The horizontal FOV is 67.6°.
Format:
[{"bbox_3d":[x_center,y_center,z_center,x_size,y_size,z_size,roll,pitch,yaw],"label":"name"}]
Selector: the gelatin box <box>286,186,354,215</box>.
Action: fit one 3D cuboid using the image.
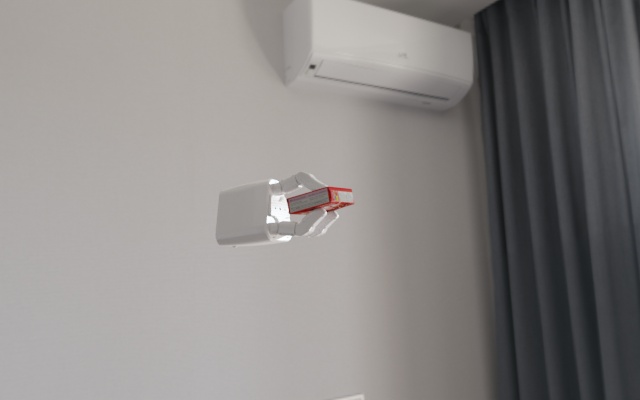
[{"bbox_3d":[0.000,0.002,0.797,0.089,0.030,0.073,-17,-12,33],"label":"gelatin box"}]
